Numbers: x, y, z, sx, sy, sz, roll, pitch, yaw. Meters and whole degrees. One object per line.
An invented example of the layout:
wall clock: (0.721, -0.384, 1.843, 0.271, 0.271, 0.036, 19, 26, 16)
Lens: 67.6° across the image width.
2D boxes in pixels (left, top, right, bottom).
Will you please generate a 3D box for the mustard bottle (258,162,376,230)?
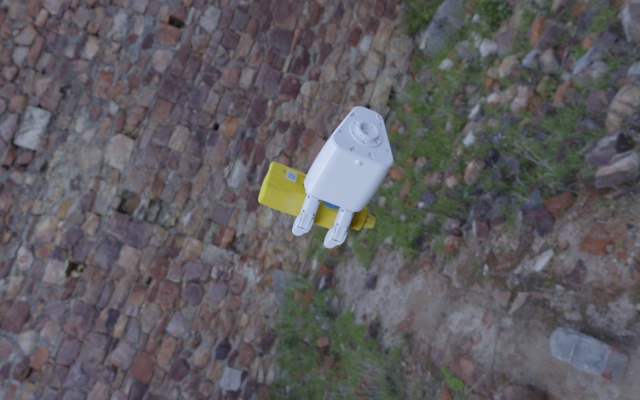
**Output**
mustard bottle: (0.000, 0.003, 0.768, 0.191, 0.058, 0.096, 21, 25, -9)
